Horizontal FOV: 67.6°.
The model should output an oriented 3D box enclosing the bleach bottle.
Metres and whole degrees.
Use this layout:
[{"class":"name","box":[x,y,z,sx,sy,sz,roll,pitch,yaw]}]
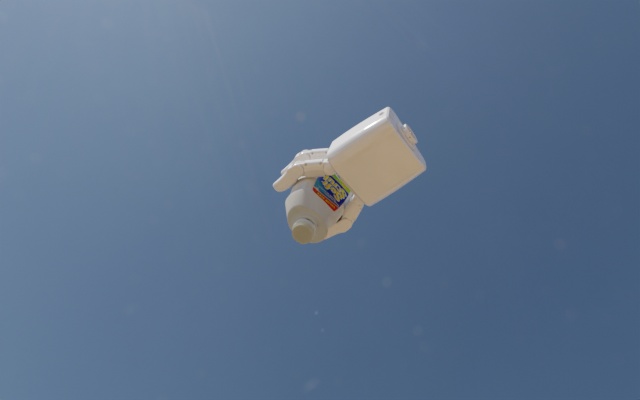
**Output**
[{"class":"bleach bottle","box":[0.000,0.002,0.746,0.068,0.102,0.250,-32,15,20]}]
